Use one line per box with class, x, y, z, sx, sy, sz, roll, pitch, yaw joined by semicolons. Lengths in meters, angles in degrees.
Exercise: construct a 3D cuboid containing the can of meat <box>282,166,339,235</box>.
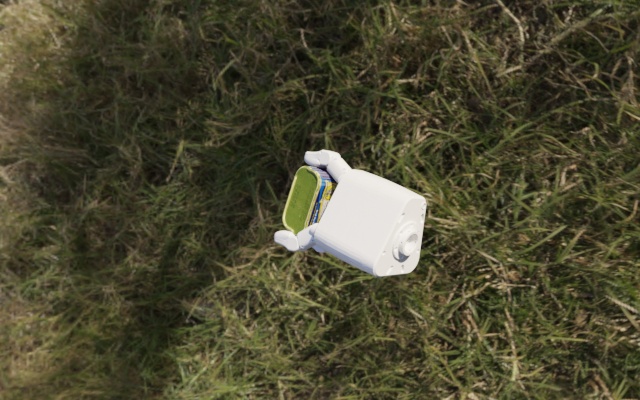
can of meat;0.000;0.002;0.695;0.084;0.102;0.057;3;20;-45
